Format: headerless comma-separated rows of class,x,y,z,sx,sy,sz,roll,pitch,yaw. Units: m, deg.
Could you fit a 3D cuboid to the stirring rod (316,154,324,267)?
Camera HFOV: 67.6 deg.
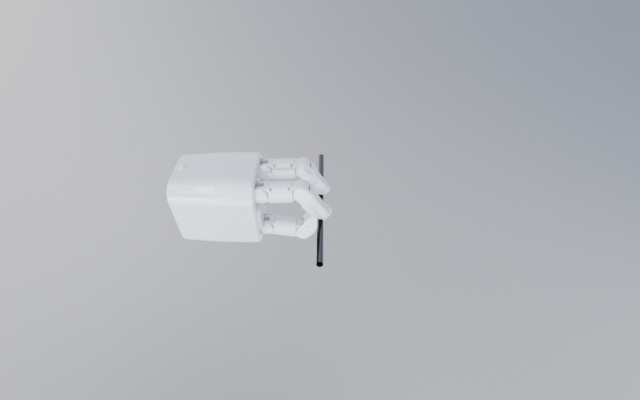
stirring rod,0.000,0.002,0.632,0.011,0.011,0.239,0,35,1
